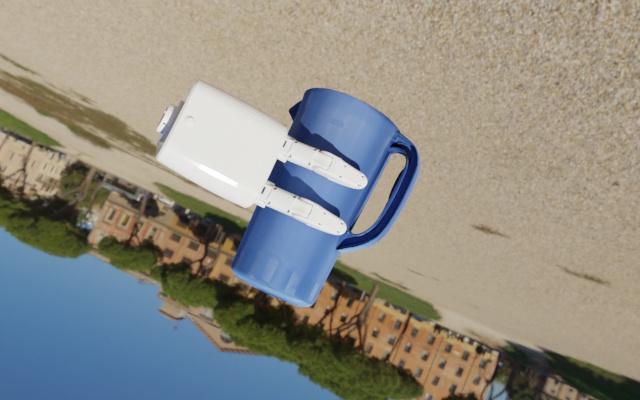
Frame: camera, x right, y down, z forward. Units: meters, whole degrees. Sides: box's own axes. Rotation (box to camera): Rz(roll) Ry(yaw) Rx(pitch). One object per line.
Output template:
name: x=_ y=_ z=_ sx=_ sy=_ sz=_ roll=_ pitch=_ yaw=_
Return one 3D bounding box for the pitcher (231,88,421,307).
pitcher: x=0.000 y=0.002 z=0.574 sx=0.145 sy=0.243 sz=0.149 roll=28 pitch=-8 yaw=-23
